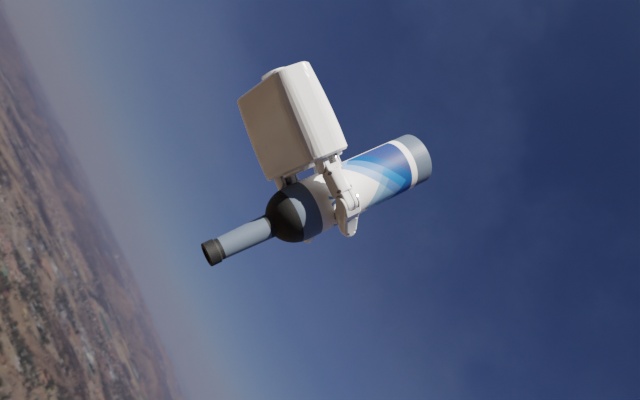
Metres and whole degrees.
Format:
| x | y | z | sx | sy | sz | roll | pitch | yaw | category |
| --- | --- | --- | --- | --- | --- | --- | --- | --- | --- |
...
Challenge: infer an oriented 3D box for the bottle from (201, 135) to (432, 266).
| x | y | z | sx | sy | sz | roll | pitch | yaw | category |
| --- | --- | --- | --- | --- | --- | --- | --- | --- | --- |
| 0.000 | 0.002 | 0.570 | 0.295 | 0.069 | 0.069 | -25 | 10 | -23 | bottle |
